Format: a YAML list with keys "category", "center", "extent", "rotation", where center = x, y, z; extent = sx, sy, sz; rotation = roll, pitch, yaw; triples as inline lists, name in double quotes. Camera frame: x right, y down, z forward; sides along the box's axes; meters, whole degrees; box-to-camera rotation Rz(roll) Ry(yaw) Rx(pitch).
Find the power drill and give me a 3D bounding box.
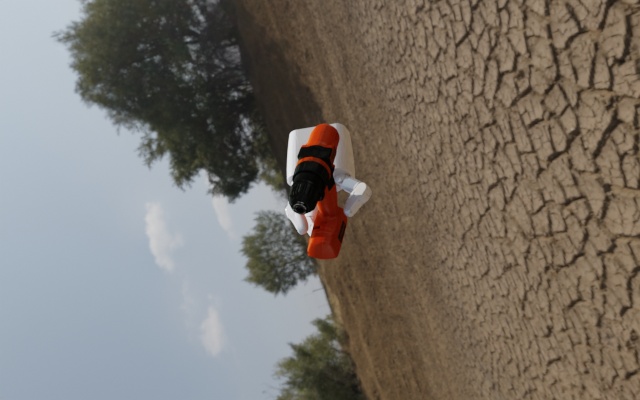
- category: "power drill"
  center: [0.000, 0.003, 0.736]
  extent: [0.057, 0.188, 0.184]
  rotation: [5, 43, 14]
